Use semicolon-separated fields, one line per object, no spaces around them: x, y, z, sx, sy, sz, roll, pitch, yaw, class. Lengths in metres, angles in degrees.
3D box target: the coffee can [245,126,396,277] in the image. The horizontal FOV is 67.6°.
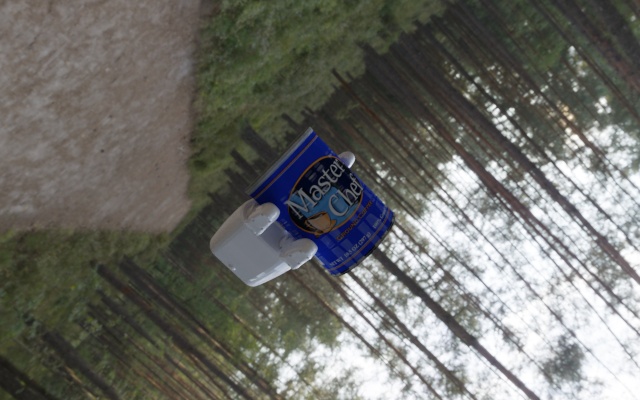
0.000;0.002;0.541;0.140;0.103;0.103;45;-8;-8;coffee can
